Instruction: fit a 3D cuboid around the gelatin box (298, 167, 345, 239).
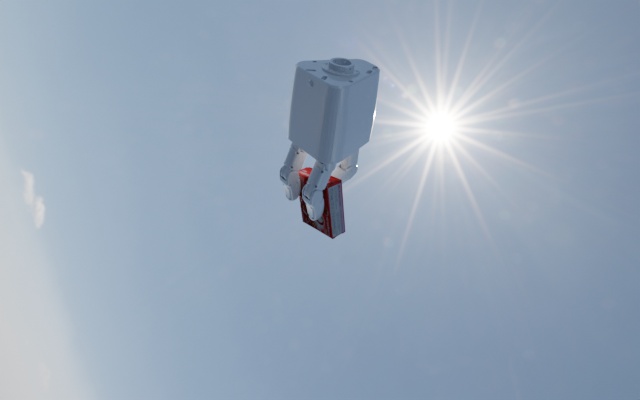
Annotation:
[{"bbox_3d":[0.000,0.002,0.702,0.030,0.089,0.073,-26,34,-31],"label":"gelatin box"}]
